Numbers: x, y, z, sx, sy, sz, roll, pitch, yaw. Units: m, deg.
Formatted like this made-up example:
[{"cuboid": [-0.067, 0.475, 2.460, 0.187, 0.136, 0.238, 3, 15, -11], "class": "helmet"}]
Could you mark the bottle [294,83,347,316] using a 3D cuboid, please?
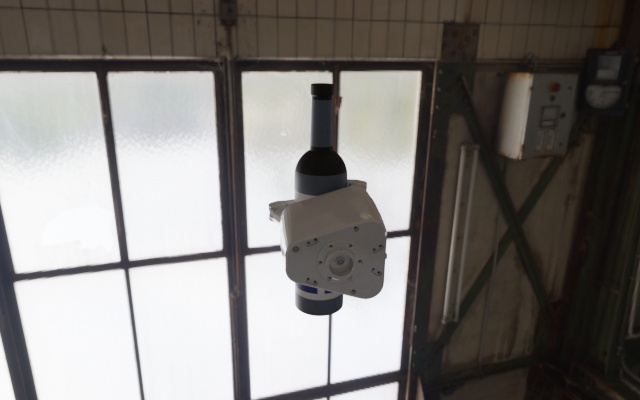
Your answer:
[{"cuboid": [0.000, 0.002, 0.610, 0.069, 0.296, 0.069, 1, 18, 0], "class": "bottle"}]
